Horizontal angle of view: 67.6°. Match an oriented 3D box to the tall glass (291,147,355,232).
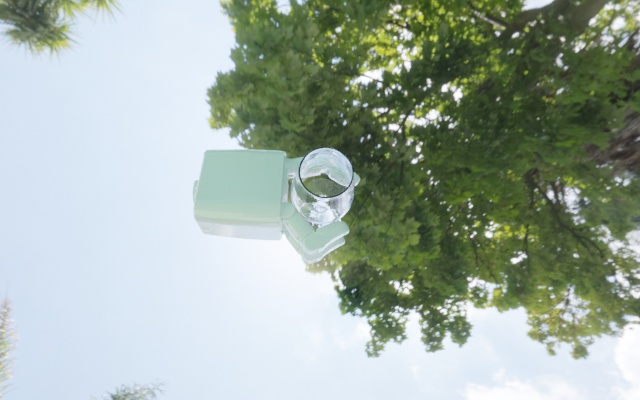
[{"bbox_3d":[0.000,0.002,0.619,0.079,0.079,0.201,0,-20,-4],"label":"tall glass"}]
